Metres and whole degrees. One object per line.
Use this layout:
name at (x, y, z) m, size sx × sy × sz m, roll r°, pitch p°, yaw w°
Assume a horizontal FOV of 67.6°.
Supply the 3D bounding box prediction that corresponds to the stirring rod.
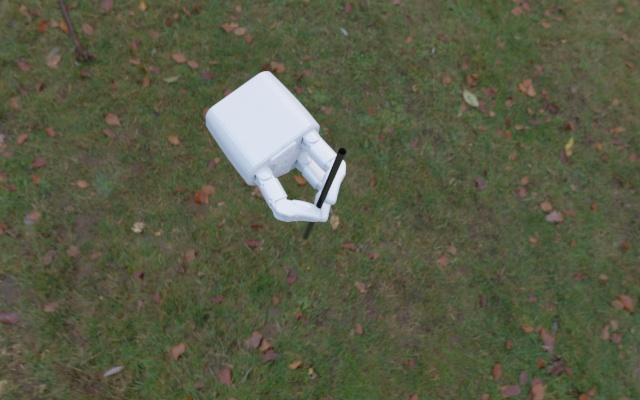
stirring rod at (0.000, 0.002, 0.583) m, size 0.011 × 0.011 × 0.240 m, roll 0°, pitch -25°, yaw -12°
